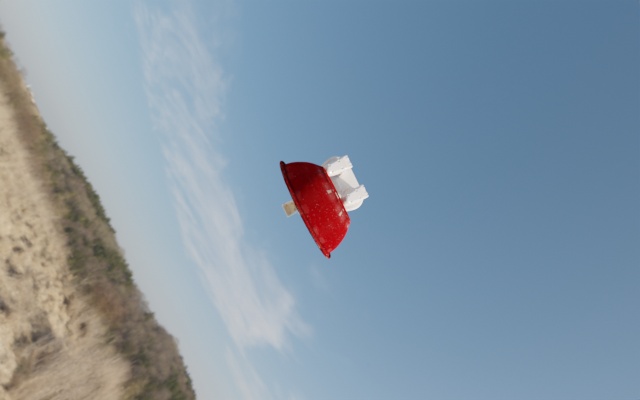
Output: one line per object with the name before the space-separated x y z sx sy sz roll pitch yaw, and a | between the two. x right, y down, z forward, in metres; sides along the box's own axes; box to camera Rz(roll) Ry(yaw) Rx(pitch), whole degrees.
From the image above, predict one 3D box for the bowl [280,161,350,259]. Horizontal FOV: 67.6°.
bowl | 0.001 0.002 0.705 0.055 0.162 0.162 -26 -2 4
